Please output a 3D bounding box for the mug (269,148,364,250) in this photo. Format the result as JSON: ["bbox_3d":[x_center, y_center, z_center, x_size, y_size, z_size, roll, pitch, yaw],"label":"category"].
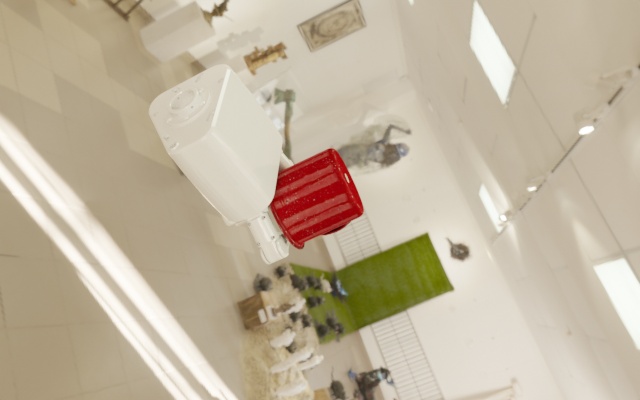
[{"bbox_3d":[0.001,0.003,0.530,0.081,0.093,0.117,-25,-42,10],"label":"mug"}]
